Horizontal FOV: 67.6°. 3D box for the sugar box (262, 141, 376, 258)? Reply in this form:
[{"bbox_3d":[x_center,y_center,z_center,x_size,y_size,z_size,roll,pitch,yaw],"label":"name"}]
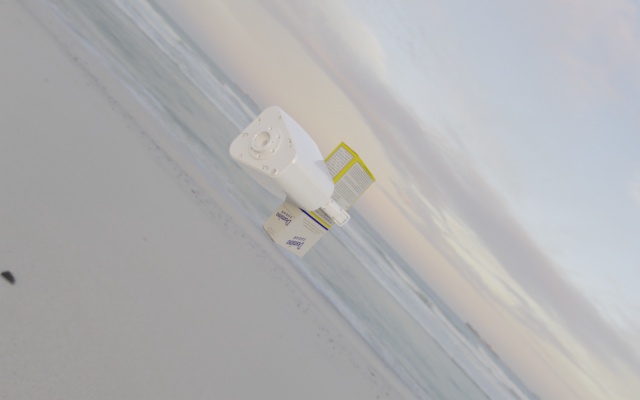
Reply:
[{"bbox_3d":[0.000,0.002,0.732,0.048,0.176,0.093,48,3,33],"label":"sugar box"}]
